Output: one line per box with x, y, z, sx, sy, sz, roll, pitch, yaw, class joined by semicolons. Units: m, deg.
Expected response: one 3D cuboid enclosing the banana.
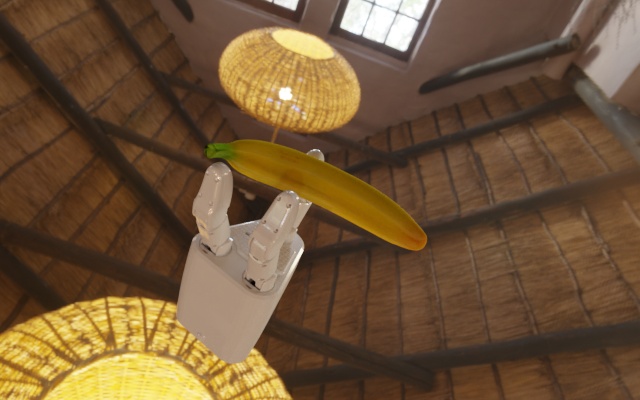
-0.001;-0.009;0.418;0.198;0.037;0.069;22;29;-5;banana
